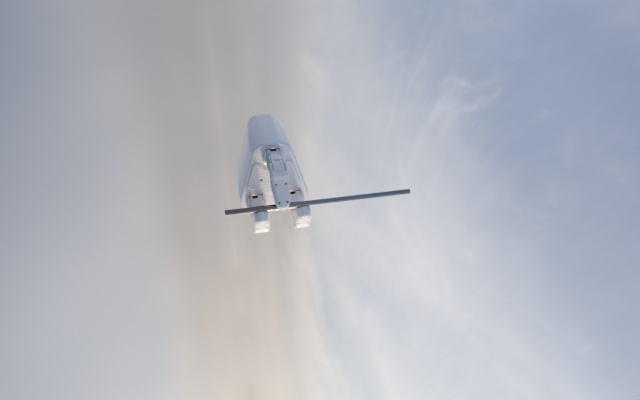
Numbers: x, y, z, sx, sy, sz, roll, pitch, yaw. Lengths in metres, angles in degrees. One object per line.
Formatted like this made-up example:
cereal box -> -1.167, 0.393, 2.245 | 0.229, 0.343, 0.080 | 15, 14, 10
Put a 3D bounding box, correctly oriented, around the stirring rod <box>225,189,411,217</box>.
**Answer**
stirring rod -> 0.000, 0.002, 0.608 | 0.239, 0.011, 0.011 | -7, 1, -11
